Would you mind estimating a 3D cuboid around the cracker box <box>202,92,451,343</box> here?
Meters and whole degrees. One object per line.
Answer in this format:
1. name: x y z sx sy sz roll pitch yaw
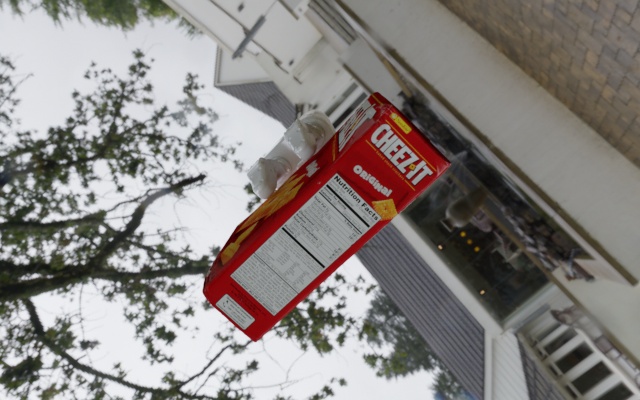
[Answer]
1. cracker box: 0.000 0.002 0.436 0.072 0.214 0.164 43 13 -10
